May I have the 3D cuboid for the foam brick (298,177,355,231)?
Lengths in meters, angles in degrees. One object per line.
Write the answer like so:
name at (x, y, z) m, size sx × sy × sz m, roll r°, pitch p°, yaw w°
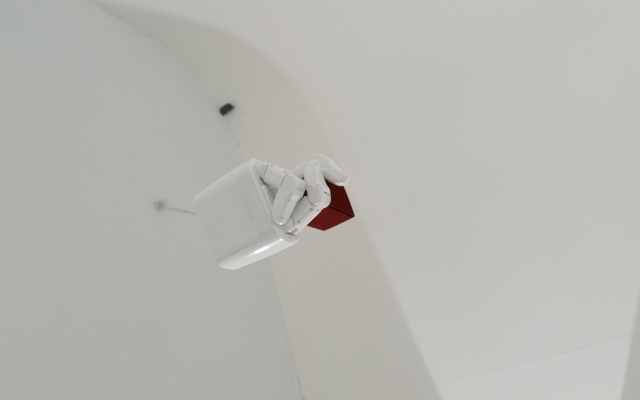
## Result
foam brick at (0.000, 0.002, 0.635) m, size 0.051 × 0.053 × 0.078 m, roll -28°, pitch -26°, yaw 22°
